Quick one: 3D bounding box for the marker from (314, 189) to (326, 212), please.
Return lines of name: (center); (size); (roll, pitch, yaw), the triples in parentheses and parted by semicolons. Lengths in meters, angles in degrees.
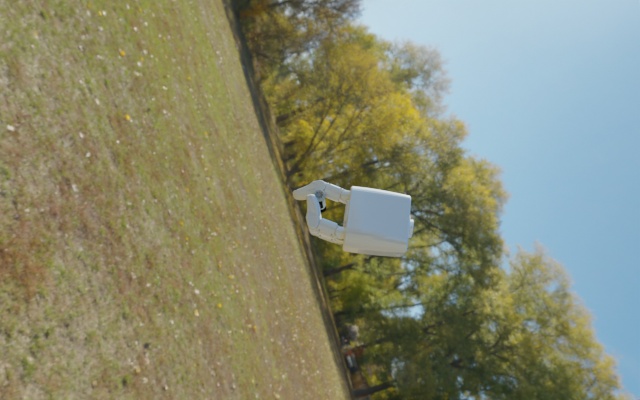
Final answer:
marker: (0.000, 0.003, 0.875); (0.020, 0.020, 0.121); (0, -13, 2)
